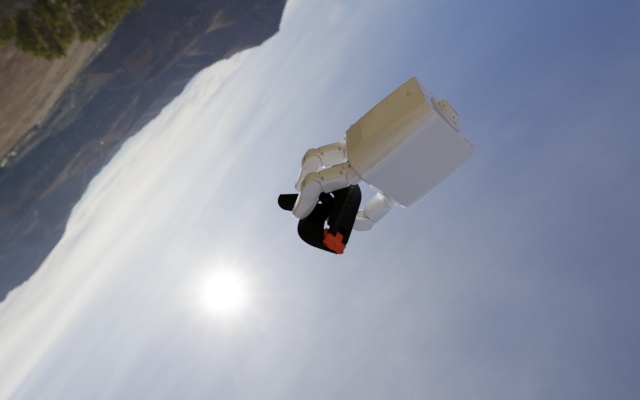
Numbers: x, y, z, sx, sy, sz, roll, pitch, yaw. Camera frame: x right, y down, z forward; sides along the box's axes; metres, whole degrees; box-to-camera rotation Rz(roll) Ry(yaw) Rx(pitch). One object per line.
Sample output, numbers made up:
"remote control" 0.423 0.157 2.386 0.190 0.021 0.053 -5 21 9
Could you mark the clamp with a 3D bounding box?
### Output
"clamp" 0.001 0.003 0.600 0.036 0.164 0.209 38 26 -23
